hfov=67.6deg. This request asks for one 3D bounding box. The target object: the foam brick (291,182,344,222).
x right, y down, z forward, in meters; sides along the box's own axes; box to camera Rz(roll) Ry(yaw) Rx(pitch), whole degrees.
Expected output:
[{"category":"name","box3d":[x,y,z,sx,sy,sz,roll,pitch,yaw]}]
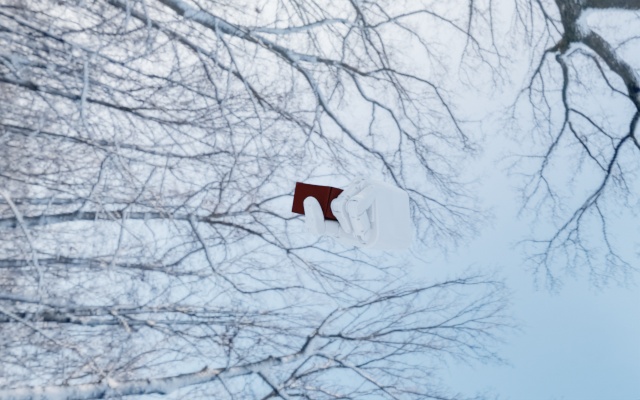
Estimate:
[{"category":"foam brick","box3d":[0.000,0.002,0.765,0.078,0.053,0.051,10,-2,43]}]
